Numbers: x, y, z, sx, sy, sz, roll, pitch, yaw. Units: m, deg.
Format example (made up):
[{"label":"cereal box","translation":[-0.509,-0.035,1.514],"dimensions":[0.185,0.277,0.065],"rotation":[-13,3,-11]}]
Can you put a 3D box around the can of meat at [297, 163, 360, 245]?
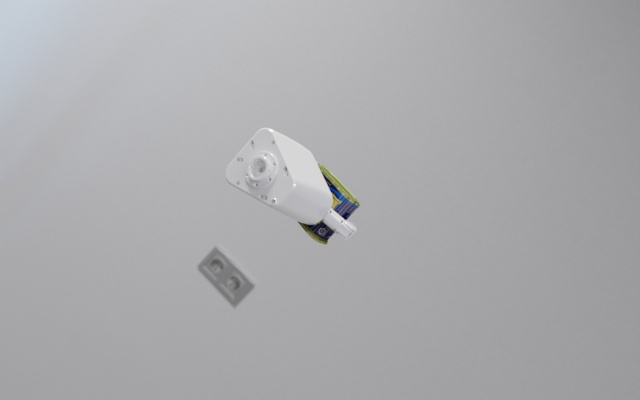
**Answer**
[{"label":"can of meat","translation":[0.000,0.002,0.739],"dimensions":[0.102,0.084,0.057],"rotation":[48,11,30]}]
